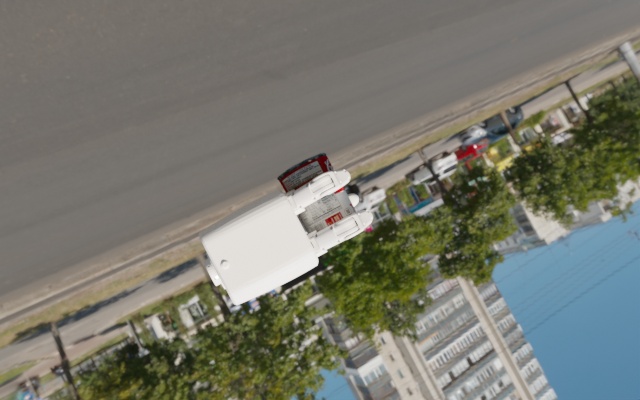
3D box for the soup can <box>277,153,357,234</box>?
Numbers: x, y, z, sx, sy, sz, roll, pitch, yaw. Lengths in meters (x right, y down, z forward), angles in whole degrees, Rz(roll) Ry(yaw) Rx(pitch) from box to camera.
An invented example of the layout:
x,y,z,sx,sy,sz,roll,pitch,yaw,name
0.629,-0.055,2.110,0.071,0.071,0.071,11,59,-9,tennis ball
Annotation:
x,y,z,sx,sy,sz,roll,pitch,yaw,name
0.001,0.002,0.586,0.068,0.102,0.068,-28,-3,-2,soup can
